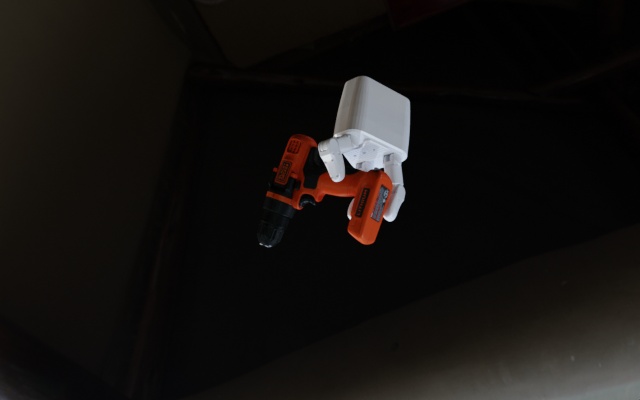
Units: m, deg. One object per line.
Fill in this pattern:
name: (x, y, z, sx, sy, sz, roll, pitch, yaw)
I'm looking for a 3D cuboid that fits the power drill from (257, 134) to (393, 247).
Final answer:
power drill: (0.001, 0.002, 0.712, 0.187, 0.184, 0.057, 18, -3, 29)
